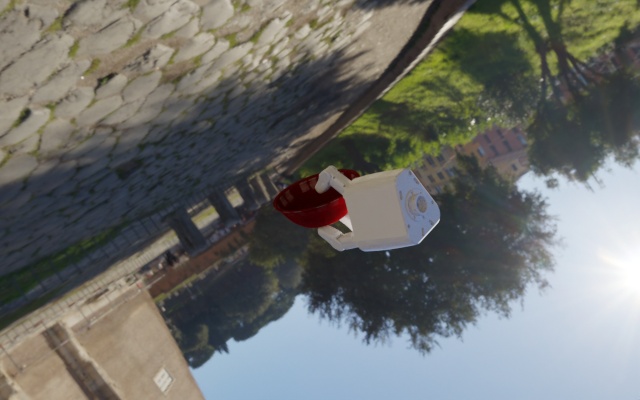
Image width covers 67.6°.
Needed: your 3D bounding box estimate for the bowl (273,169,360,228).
[{"bbox_3d":[0.000,0.003,0.849,0.162,0.055,0.162,-16,22,7],"label":"bowl"}]
